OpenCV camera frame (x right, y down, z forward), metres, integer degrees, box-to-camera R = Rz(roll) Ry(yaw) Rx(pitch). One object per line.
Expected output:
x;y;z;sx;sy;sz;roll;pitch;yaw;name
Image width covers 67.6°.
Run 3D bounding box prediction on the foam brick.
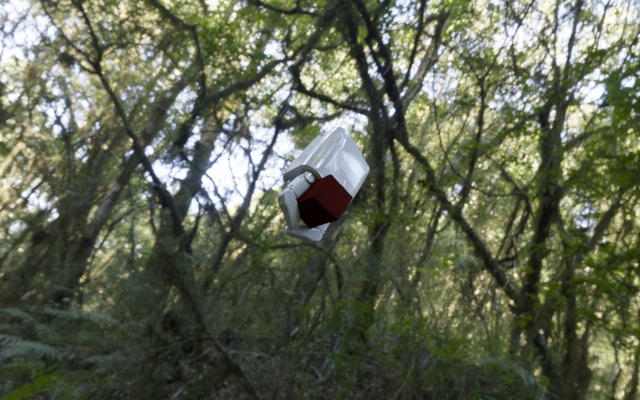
0.000;0.002;0.724;0.051;0.053;0.078;-52;18;-30;foam brick
